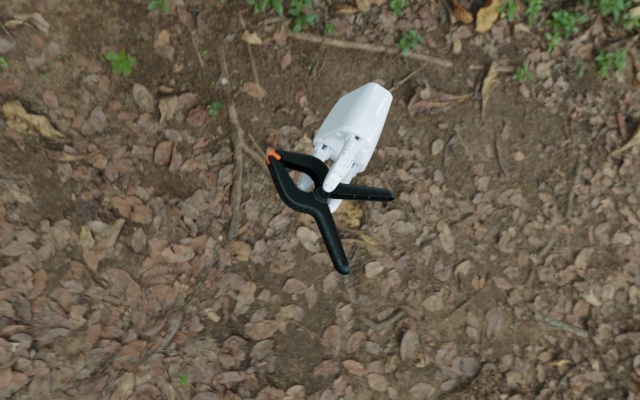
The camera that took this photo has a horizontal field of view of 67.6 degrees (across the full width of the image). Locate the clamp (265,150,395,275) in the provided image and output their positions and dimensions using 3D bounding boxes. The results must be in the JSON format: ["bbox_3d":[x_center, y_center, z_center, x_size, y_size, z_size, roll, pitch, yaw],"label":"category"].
[{"bbox_3d":[0.000,0.002,0.723,0.210,0.164,0.036,32,-28,-8],"label":"clamp"}]
